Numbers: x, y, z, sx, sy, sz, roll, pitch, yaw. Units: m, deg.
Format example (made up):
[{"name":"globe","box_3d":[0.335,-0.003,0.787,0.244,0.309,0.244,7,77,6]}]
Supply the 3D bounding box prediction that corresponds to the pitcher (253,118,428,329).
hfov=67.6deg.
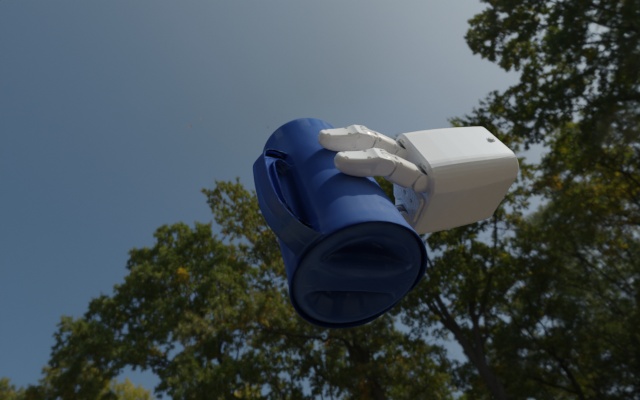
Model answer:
[{"name":"pitcher","box_3d":[0.000,0.002,0.518,0.145,0.149,0.242,-10,38,-12]}]
